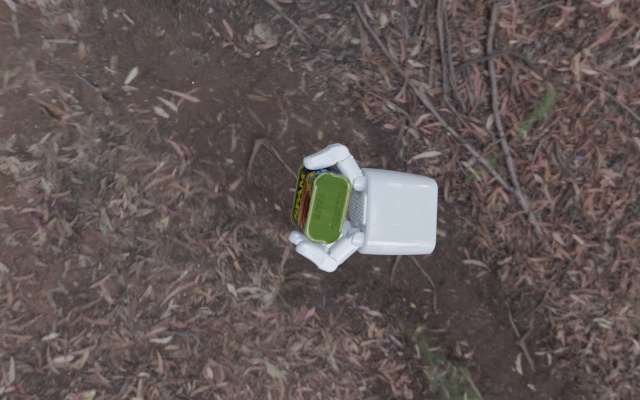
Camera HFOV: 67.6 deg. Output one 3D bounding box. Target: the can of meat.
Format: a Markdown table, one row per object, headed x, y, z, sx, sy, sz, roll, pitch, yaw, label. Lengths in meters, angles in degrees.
| x | y | z | sx | sy | sz | roll | pitch | yaw | label |
| --- | --- | --- | --- | --- | --- | --- | --- | --- | --- |
| 0.000 | 0.002 | 0.657 | 0.057 | 0.102 | 0.084 | 8 | 11 | -17 | can of meat |
